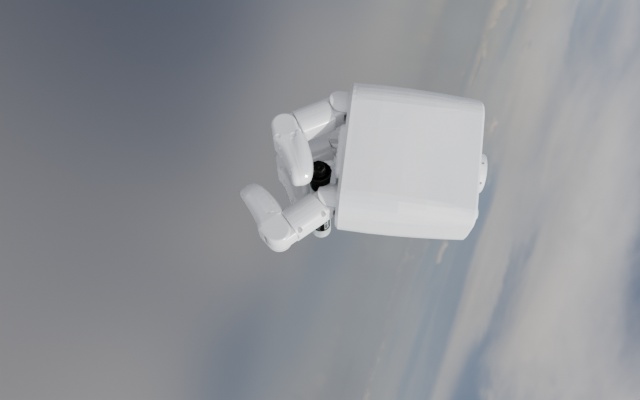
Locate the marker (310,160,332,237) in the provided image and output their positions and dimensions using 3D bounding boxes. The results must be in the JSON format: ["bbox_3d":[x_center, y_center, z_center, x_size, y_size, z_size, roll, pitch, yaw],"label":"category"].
[{"bbox_3d":[0.000,0.001,0.416,0.020,0.020,0.121,0,-26,1],"label":"marker"}]
